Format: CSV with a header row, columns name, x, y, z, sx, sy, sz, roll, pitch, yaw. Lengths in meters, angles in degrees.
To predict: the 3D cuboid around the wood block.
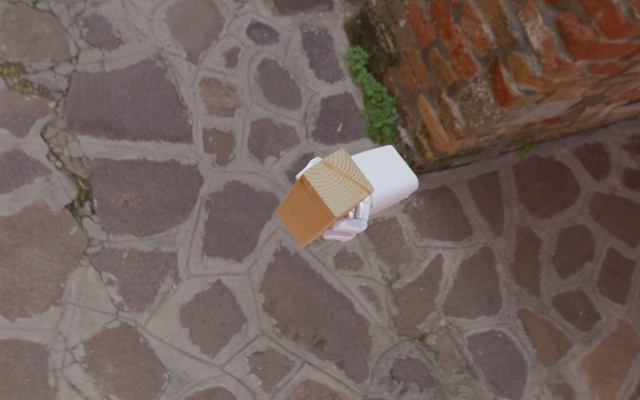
name,x,y,z,sx,sy,sz,roll,pitch,yaw
wood block,0.000,0.002,0.849,0.090,0.091,0.206,-34,-6,-25
